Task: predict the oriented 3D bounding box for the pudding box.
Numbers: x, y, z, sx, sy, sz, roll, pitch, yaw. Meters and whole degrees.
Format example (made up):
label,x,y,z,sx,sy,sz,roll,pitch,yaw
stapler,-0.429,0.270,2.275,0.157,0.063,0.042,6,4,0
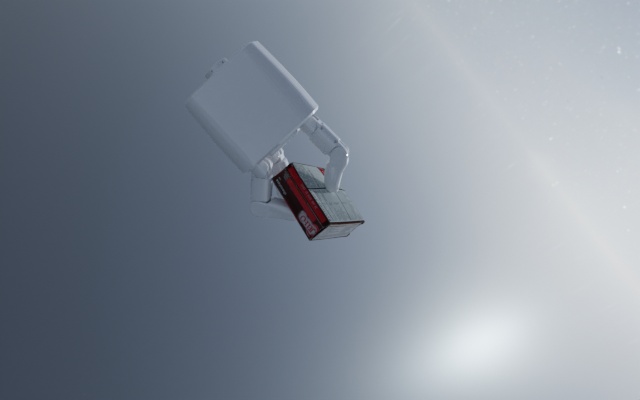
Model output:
label,x,y,z,sx,sy,sz,roll,pitch,yaw
pudding box,0.000,0.002,0.592,0.039,0.090,0.113,-38,-17,22
